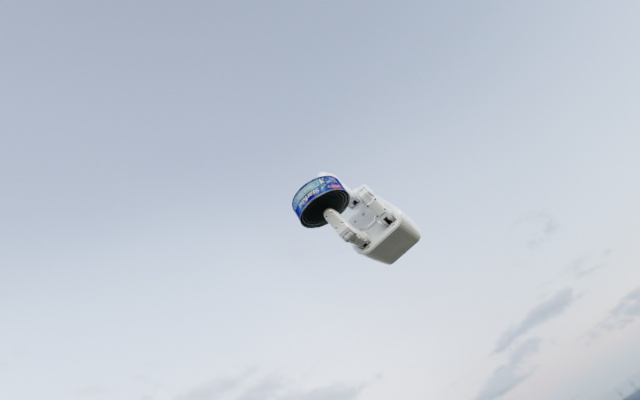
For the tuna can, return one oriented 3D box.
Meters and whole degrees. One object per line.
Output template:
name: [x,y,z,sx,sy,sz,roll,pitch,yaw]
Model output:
tuna can: [0.000,0.002,0.731,0.086,0.033,0.086,-23,-33,-16]
